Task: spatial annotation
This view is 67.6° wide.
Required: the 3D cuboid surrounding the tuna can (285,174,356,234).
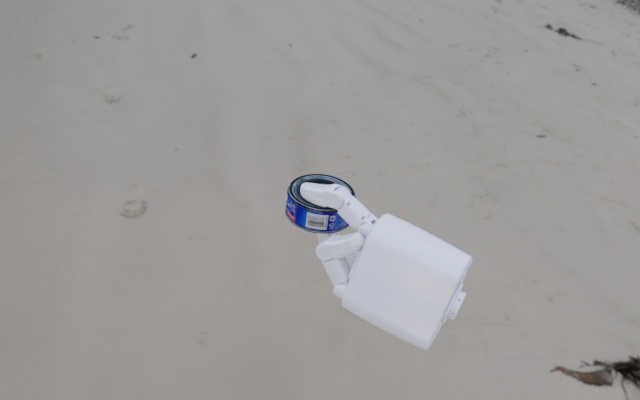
[{"bbox_3d":[0.000,0.001,0.588,0.086,0.034,0.086,5,34,-4],"label":"tuna can"}]
